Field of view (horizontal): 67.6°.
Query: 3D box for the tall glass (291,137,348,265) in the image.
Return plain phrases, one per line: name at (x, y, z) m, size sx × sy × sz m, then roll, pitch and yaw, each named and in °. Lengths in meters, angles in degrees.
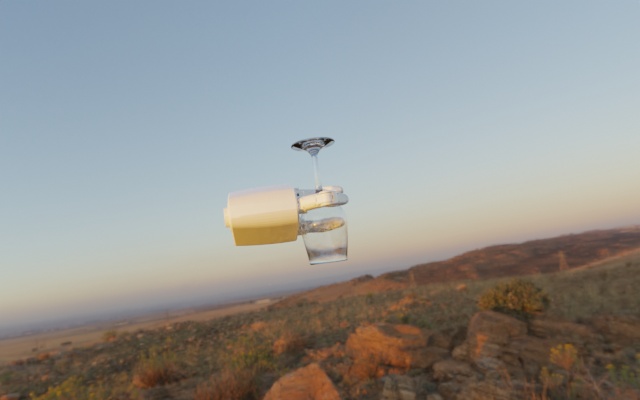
tall glass at (0.000, 0.002, 0.786) m, size 0.079 × 0.201 × 0.079 m, roll -8°, pitch -8°, yaw -1°
